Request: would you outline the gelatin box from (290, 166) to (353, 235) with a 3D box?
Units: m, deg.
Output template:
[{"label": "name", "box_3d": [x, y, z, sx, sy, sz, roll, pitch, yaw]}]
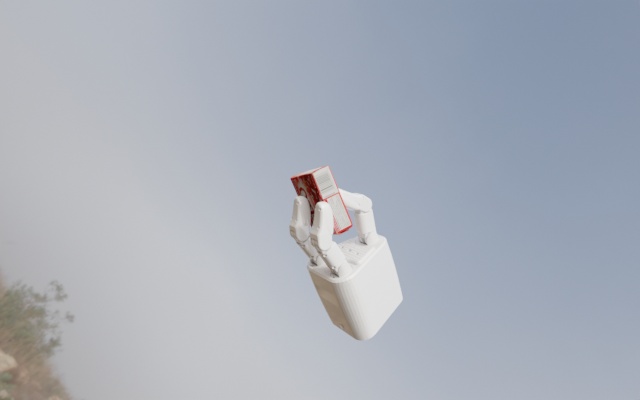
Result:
[{"label": "gelatin box", "box_3d": [0.000, 0.002, 0.641, 0.030, 0.089, 0.073, -26, 8, -24]}]
